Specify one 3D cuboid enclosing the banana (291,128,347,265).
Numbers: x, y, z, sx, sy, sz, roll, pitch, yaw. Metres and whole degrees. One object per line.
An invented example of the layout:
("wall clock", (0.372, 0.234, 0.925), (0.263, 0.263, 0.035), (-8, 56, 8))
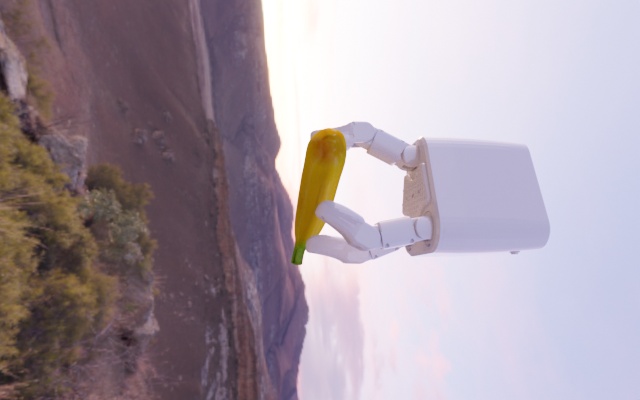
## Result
("banana", (0.000, -0.012, 0.445), (0.037, 0.069, 0.198), (5, -35, -6))
